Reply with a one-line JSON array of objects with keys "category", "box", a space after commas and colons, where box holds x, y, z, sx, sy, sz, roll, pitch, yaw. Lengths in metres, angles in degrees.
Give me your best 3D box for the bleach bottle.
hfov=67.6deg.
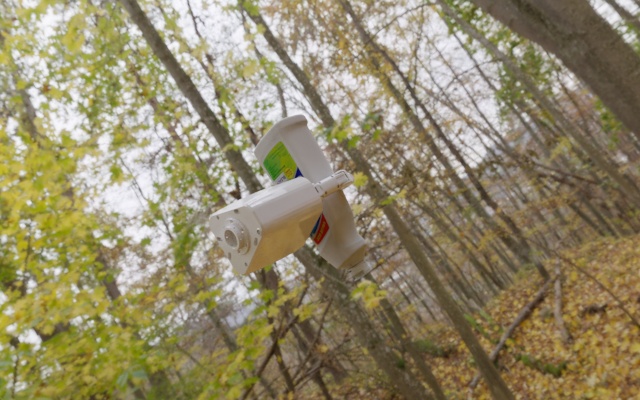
[{"category": "bleach bottle", "box": [0.000, 0.002, 0.711, 0.068, 0.251, 0.103, -26, -10, -42]}]
